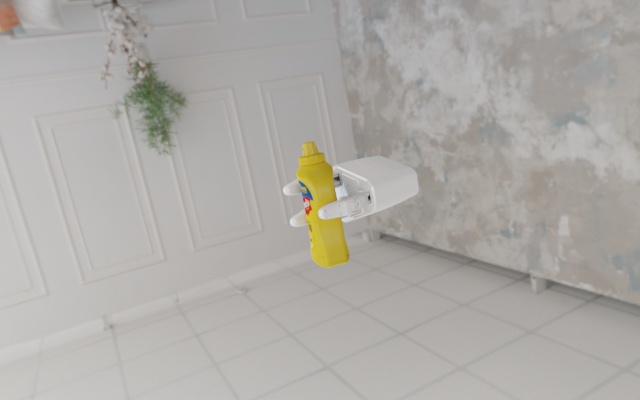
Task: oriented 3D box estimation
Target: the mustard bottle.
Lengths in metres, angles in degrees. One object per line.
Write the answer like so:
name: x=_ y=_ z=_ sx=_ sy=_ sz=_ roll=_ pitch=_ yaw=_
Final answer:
mustard bottle: x=0.000 y=0.003 z=0.750 sx=0.058 sy=0.192 sz=0.096 roll=-12 pitch=12 yaw=-9
